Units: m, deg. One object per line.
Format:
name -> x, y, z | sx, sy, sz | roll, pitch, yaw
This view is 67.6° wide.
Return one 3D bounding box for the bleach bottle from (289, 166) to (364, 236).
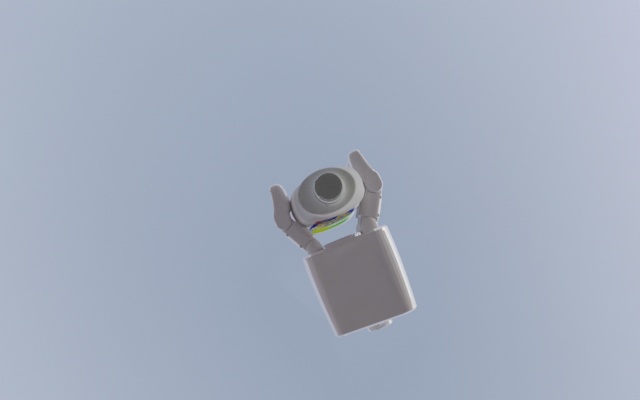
bleach bottle -> 0.000, 0.002, 0.609 | 0.102, 0.068, 0.251 | -21, -6, -2
